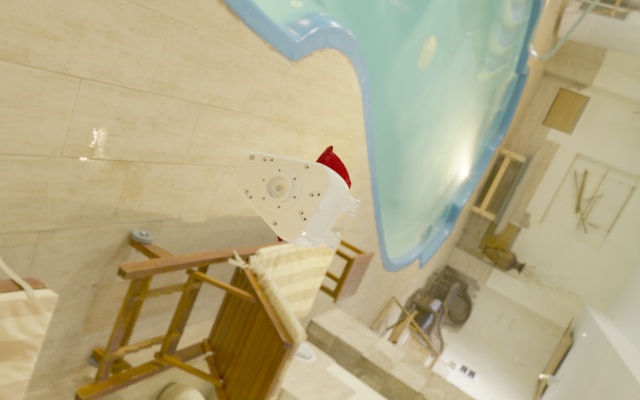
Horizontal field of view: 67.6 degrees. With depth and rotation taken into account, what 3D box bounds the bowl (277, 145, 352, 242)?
[{"bbox_3d":[0.001,0.002,0.704,0.055,0.162,0.162,29,3,5],"label":"bowl"}]
